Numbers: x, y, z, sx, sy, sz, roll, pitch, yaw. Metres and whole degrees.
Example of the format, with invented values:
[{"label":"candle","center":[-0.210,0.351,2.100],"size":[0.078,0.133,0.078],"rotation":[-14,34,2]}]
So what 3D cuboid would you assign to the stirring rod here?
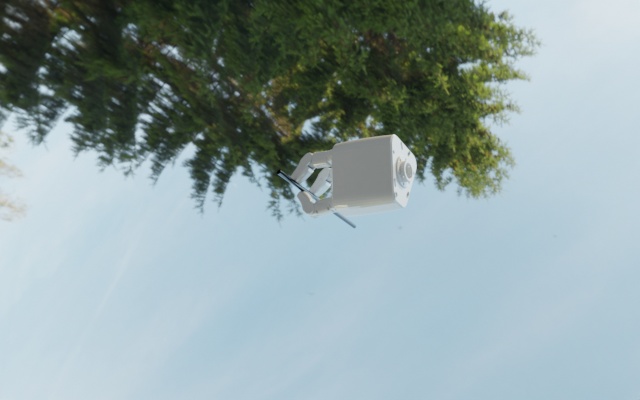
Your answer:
[{"label":"stirring rod","center":[0.000,0.003,0.852],"size":[0.011,0.011,0.240],"rotation":[0,-24,37]}]
